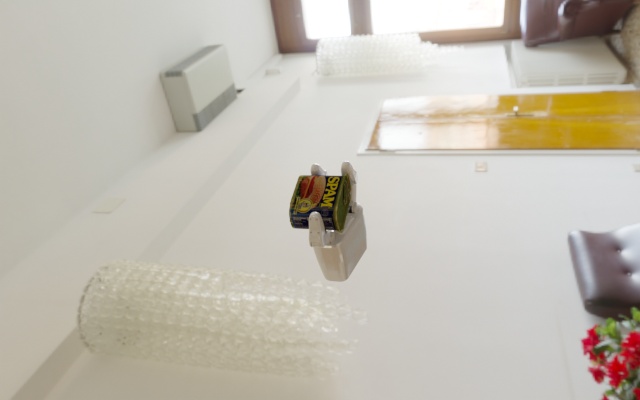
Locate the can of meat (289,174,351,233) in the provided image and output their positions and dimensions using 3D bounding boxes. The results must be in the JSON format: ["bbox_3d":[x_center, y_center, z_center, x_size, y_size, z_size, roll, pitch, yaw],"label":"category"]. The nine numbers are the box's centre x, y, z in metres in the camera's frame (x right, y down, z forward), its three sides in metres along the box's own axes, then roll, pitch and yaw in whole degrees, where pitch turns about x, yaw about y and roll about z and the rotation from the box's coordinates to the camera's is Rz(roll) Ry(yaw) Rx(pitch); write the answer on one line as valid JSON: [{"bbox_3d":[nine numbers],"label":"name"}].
[{"bbox_3d":[0.000,0.003,0.797,0.084,0.102,0.057,2,-42,17],"label":"can of meat"}]
